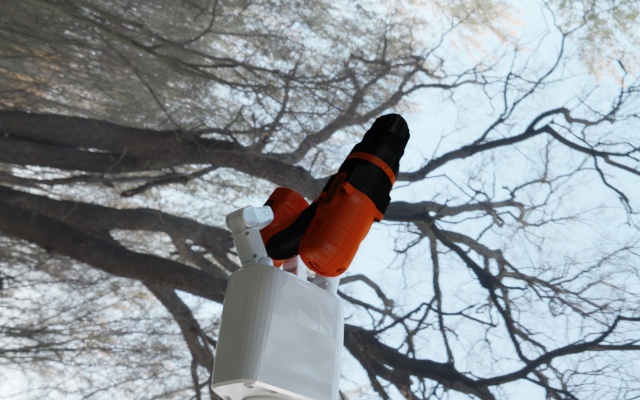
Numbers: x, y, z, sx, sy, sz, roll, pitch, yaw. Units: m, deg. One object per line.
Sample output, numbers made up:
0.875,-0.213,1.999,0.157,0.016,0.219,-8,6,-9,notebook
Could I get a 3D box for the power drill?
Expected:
0.000,0.002,0.491,0.057,0.184,0.188,42,-32,-16,power drill
